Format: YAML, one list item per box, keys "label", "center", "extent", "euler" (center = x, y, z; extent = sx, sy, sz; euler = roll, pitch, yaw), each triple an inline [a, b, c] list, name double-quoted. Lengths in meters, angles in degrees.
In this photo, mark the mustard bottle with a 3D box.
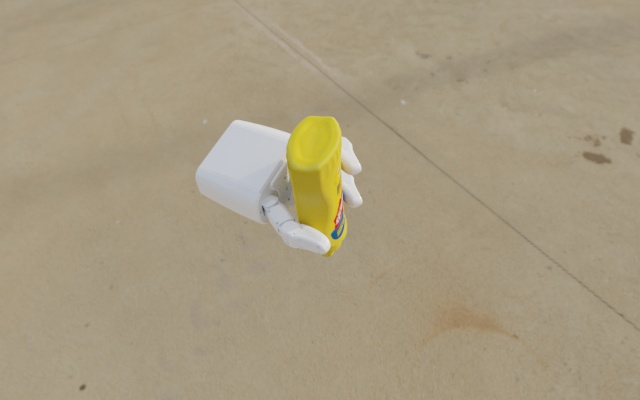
- label: "mustard bottle"
  center: [0.000, 0.002, 0.573]
  extent: [0.058, 0.192, 0.096]
  euler: [3, 45, 9]
